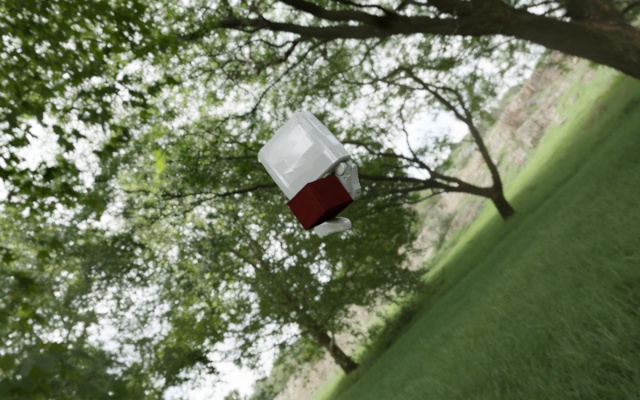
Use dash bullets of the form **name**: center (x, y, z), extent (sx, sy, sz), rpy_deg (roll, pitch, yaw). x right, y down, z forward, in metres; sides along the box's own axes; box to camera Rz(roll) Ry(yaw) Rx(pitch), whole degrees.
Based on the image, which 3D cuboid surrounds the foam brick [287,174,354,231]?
- **foam brick**: center (0.000, 0.002, 0.705), extent (0.053, 0.051, 0.078), rpy_deg (-42, -12, 33)
